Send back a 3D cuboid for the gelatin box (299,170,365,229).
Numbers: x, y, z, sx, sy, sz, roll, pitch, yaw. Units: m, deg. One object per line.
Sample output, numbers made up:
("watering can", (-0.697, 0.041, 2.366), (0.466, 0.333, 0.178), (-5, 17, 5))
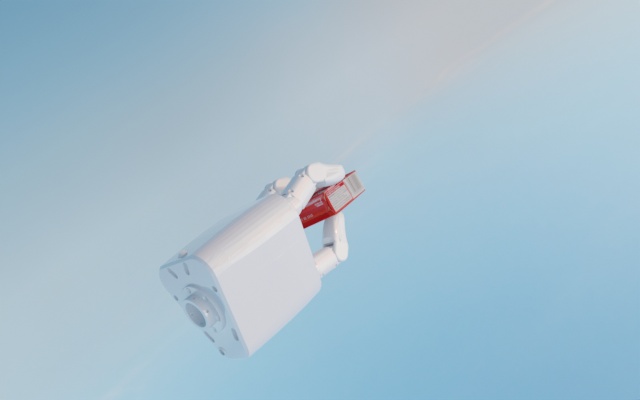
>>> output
("gelatin box", (0.000, 0.002, 0.541), (0.073, 0.030, 0.089), (-25, 6, 33))
